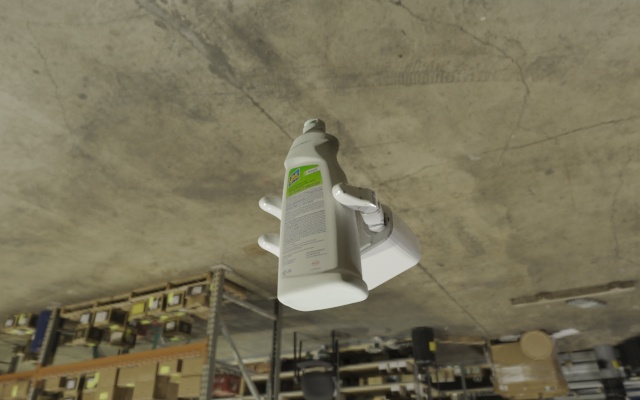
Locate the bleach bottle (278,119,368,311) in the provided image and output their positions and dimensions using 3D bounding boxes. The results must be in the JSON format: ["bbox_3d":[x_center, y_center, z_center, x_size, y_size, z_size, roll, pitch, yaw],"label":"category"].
[{"bbox_3d":[0.000,0.002,0.590,0.102,0.250,0.068,-18,-34,27],"label":"bleach bottle"}]
